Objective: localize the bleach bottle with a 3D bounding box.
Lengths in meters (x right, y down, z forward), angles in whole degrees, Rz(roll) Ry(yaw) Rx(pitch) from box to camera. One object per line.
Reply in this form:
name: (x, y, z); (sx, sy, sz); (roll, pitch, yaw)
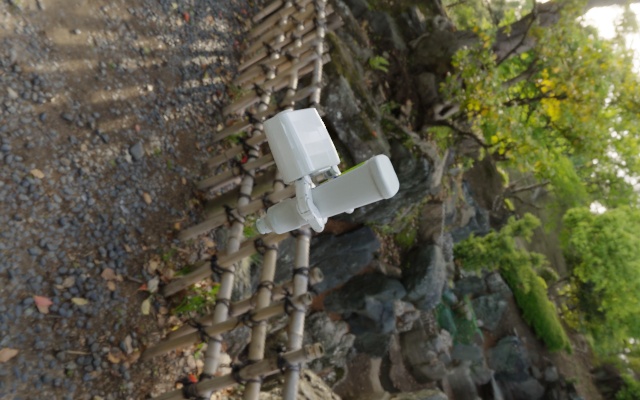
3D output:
bleach bottle: (0.000, 0.003, 0.792); (0.251, 0.068, 0.102); (-23, 2, 20)
